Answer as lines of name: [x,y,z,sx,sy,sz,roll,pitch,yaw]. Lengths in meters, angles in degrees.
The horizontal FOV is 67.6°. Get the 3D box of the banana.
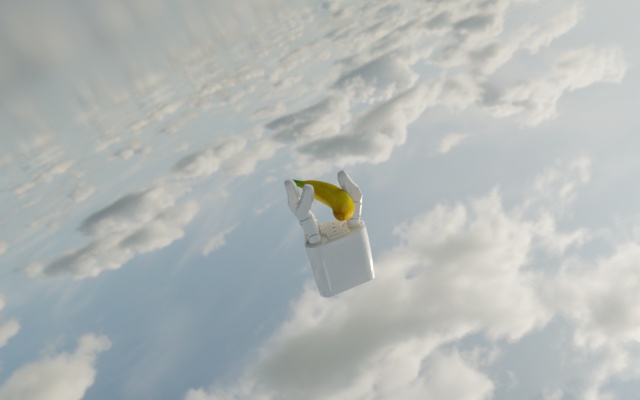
banana: [0.015,-0.001,0.814,0.069,0.037,0.197,-9,19,-25]
